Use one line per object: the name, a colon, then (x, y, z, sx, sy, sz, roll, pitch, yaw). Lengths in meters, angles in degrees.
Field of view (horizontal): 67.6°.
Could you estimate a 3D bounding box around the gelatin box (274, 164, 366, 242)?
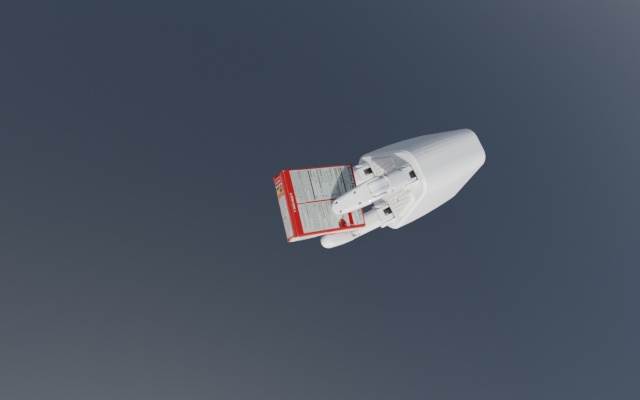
gelatin box: (0.000, 0.002, 0.520, 0.089, 0.073, 0.030, -7, -12, -29)
